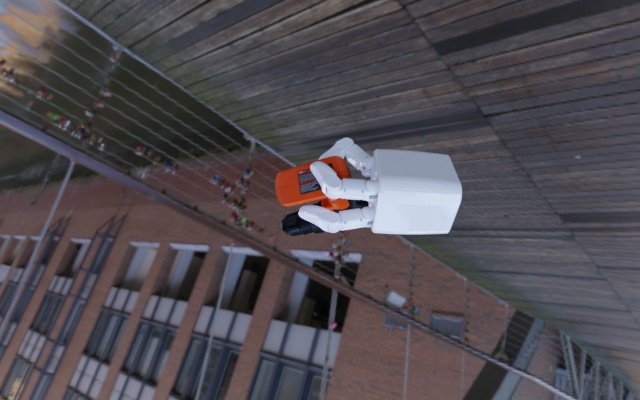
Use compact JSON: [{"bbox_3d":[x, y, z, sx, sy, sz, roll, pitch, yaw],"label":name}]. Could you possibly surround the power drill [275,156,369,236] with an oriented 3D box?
[{"bbox_3d":[0.000,0.002,0.734,0.184,0.057,0.188,-16,-20,13],"label":"power drill"}]
